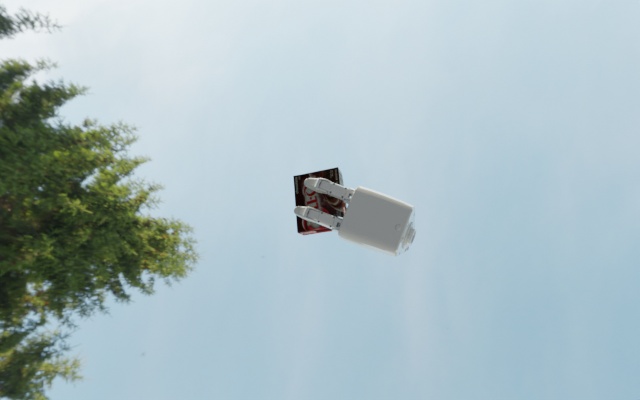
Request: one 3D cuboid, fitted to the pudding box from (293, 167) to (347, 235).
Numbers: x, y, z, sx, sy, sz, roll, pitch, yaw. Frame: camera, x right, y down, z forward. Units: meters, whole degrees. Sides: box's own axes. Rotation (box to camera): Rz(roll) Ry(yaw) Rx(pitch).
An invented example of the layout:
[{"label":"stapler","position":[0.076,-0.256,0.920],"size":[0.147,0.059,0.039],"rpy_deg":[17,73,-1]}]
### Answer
[{"label":"pudding box","position":[0.000,0.003,0.878],"size":[0.090,0.113,0.039],"rpy_deg":[-10,-19,16]}]
